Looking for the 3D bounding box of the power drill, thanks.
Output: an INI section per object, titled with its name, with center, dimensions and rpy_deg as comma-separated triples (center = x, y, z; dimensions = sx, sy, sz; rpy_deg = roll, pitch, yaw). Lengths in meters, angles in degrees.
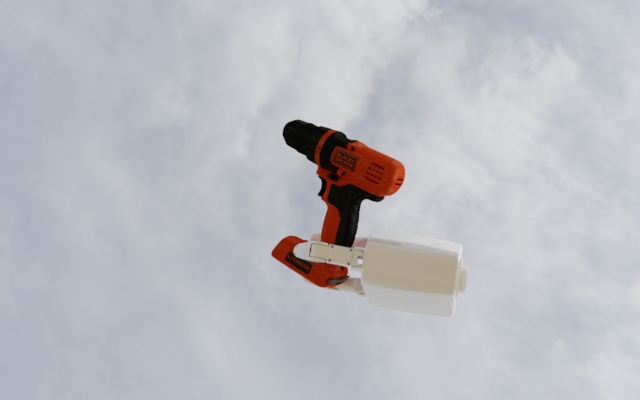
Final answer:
[power drill]
center = 0.000, 0.003, 0.619
dimensions = 0.184, 0.188, 0.057
rpy_deg = 29, 18, 32
